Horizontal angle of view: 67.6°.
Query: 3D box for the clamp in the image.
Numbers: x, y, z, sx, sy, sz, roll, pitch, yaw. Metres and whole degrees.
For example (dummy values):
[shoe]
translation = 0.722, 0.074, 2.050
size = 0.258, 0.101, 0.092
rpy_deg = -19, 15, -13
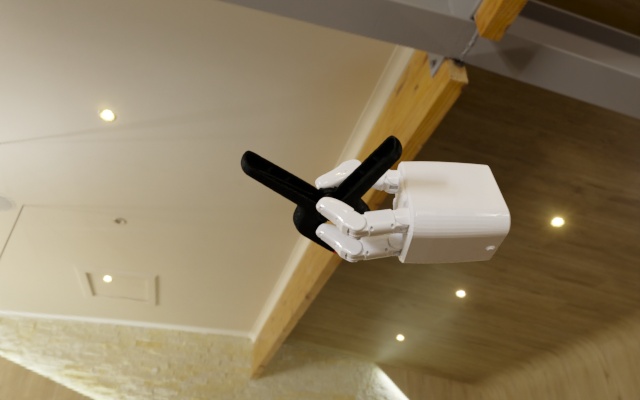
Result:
[clamp]
translation = 0.000, 0.001, 0.557
size = 0.164, 0.036, 0.210
rpy_deg = -1, -34, -1
